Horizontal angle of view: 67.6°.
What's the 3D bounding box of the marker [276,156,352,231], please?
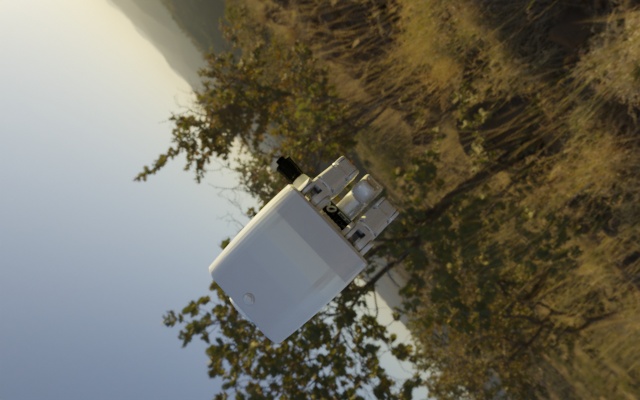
[{"bbox_3d":[0.000,0.002,0.473,0.020,0.121,0.020,-43,-6,-6],"label":"marker"}]
